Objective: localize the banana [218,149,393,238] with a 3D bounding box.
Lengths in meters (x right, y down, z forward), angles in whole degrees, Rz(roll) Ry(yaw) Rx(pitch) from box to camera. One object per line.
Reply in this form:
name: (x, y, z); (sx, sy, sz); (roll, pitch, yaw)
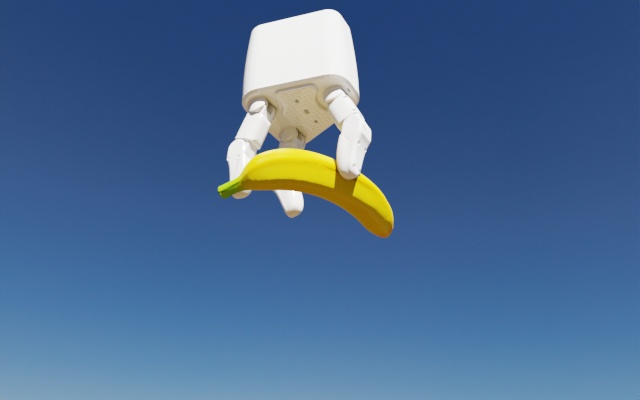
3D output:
banana: (0.008, -0.009, 0.455); (0.198, 0.037, 0.070); (17, -40, -30)
